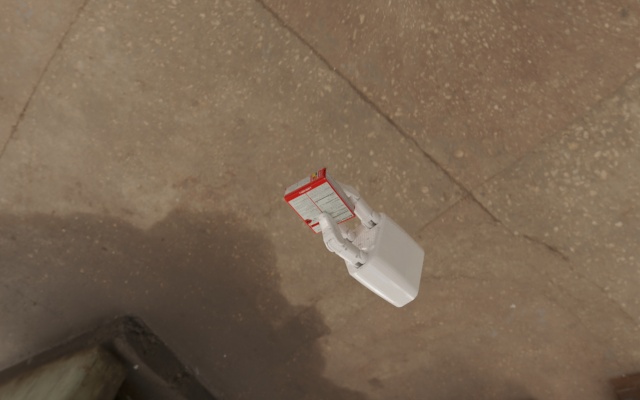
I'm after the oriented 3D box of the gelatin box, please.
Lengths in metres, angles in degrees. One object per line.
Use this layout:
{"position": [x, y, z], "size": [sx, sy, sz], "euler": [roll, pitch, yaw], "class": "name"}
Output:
{"position": [0.000, 0.002, 0.720], "size": [0.073, 0.089, 0.030], "euler": [-26, 35, 21], "class": "gelatin box"}
